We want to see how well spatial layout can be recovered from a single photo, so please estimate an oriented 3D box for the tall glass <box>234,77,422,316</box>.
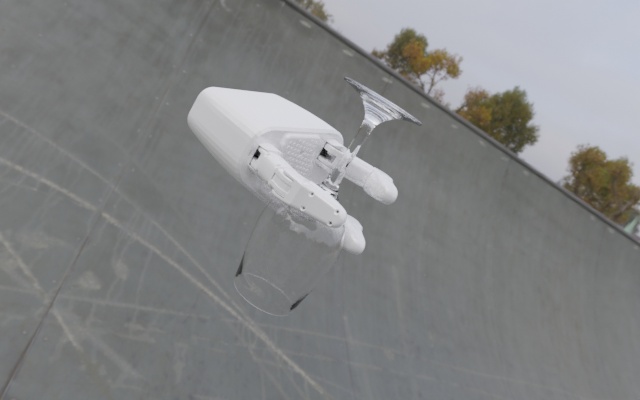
[{"bbox_3d":[0.000,0.001,0.410,0.079,0.201,0.079,30,11,-7],"label":"tall glass"}]
